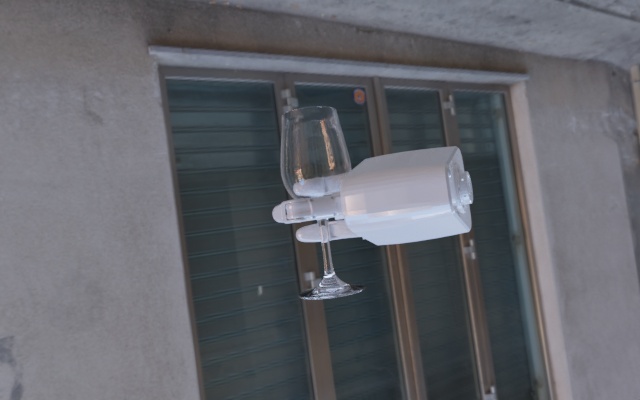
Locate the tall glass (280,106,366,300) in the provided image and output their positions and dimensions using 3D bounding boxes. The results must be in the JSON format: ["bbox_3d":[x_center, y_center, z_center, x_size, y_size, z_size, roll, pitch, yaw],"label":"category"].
[{"bbox_3d":[0.000,0.002,0.526,0.079,0.201,0.079,-8,-2,0],"label":"tall glass"}]
